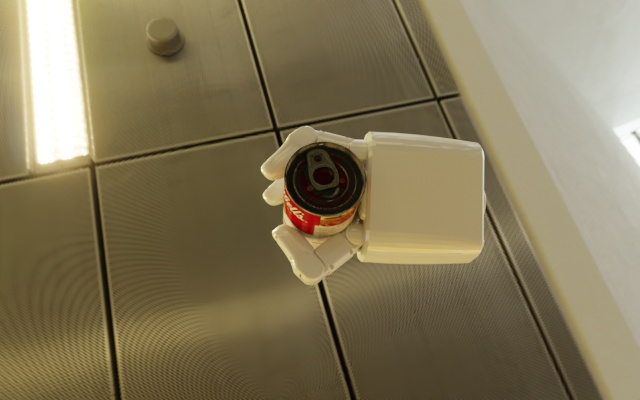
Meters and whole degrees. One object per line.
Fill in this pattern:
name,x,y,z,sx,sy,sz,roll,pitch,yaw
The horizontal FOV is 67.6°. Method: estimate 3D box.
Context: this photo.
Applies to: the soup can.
soup can,0.000,0.002,0.433,0.068,0.068,0.102,0,-24,-5
